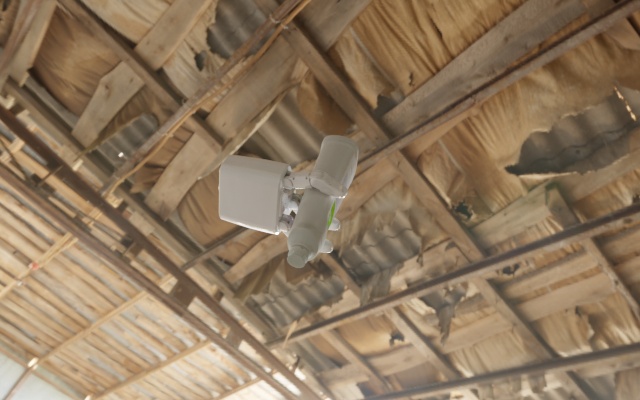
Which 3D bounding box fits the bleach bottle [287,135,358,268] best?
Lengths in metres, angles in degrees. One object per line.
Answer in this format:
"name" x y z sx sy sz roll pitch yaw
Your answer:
"bleach bottle" 0.000 0.003 0.781 0.068 0.103 0.250 13 43 11
